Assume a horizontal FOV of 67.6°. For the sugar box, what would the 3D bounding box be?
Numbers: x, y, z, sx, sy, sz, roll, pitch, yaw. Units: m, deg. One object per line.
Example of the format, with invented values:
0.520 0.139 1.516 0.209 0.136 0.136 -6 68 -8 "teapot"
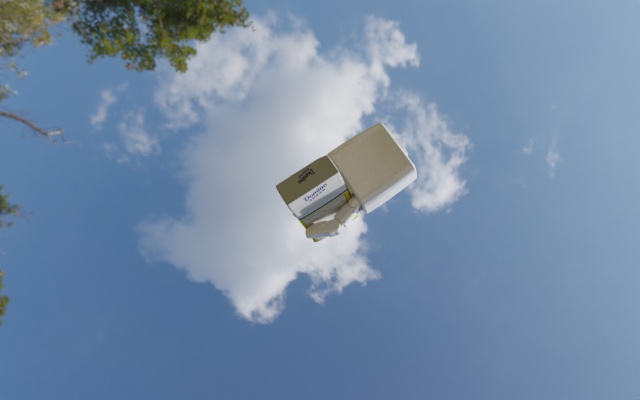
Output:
0.000 0.002 0.773 0.093 0.048 0.176 -32 -30 -2 "sugar box"
